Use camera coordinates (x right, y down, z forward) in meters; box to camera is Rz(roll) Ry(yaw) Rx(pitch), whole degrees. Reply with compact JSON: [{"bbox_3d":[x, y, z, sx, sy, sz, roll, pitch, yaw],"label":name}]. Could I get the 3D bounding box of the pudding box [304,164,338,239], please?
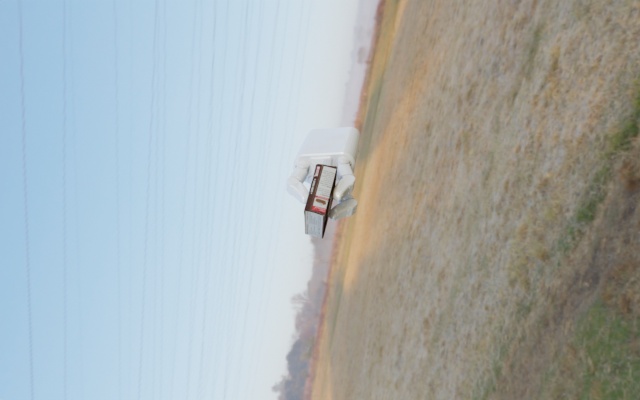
[{"bbox_3d":[0.000,0.003,0.802,0.039,0.090,0.113,11,-23,6],"label":"pudding box"}]
